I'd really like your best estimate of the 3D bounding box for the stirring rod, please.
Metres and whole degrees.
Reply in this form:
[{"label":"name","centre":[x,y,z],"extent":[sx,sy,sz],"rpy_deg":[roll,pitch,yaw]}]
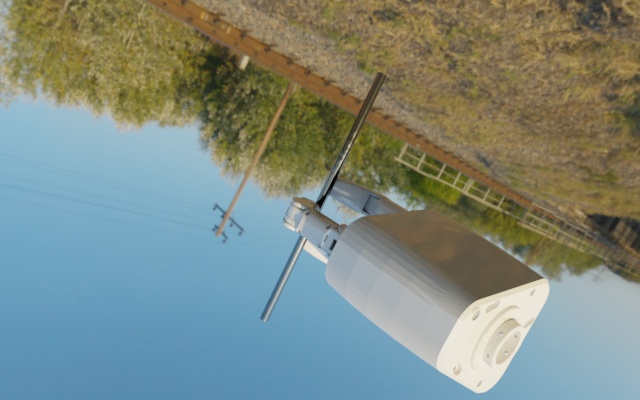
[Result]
[{"label":"stirring rod","centre":[0.000,0.001,0.417],"extent":[0.011,0.239,0.011],"rpy_deg":[25,9,-4]}]
